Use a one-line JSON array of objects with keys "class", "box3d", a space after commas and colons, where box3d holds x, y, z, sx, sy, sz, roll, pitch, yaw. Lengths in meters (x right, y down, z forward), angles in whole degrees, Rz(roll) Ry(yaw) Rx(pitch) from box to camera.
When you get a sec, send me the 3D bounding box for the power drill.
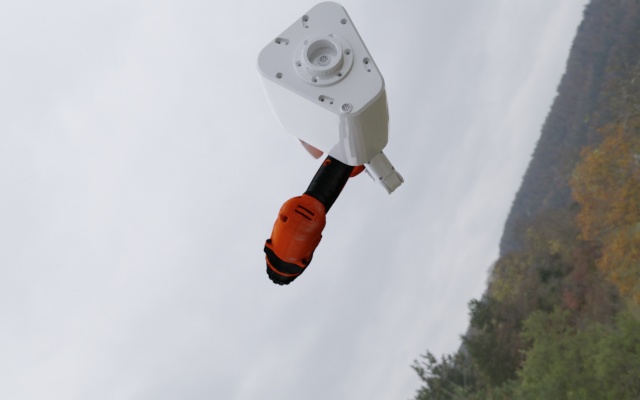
[{"class": "power drill", "box3d": [0.000, 0.001, 0.547, 0.057, 0.187, 0.184, 30, -28, 1]}]
